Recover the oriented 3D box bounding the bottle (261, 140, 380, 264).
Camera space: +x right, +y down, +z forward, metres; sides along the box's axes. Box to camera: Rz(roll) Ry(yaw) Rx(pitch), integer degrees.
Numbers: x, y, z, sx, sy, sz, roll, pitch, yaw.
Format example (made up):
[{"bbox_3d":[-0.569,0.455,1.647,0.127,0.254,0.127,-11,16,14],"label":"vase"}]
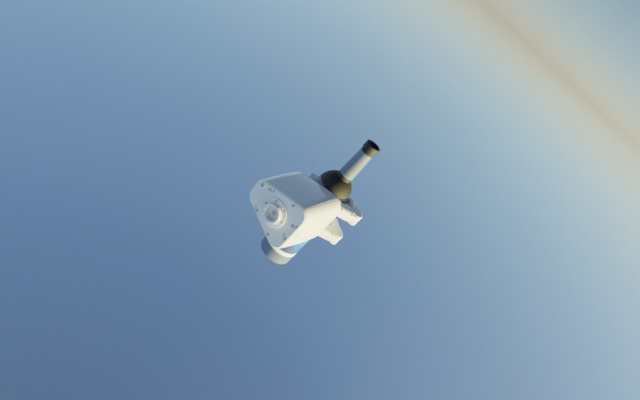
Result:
[{"bbox_3d":[0.000,0.003,0.862,0.069,0.069,0.296,0,-40,-52],"label":"bottle"}]
